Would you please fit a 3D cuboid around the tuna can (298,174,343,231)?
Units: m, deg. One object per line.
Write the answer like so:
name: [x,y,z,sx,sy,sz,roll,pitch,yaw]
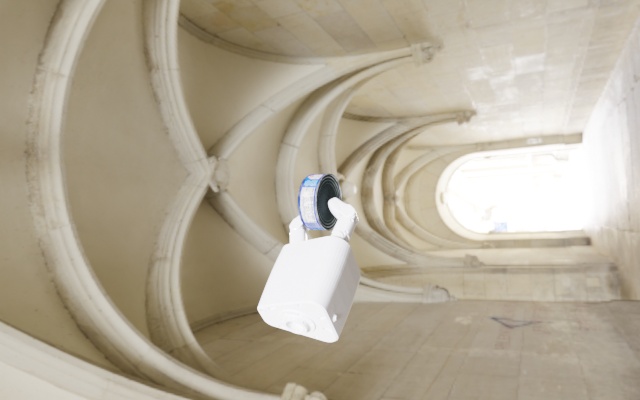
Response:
tuna can: [0.000,0.002,0.722,0.034,0.086,0.086,1,0,28]
